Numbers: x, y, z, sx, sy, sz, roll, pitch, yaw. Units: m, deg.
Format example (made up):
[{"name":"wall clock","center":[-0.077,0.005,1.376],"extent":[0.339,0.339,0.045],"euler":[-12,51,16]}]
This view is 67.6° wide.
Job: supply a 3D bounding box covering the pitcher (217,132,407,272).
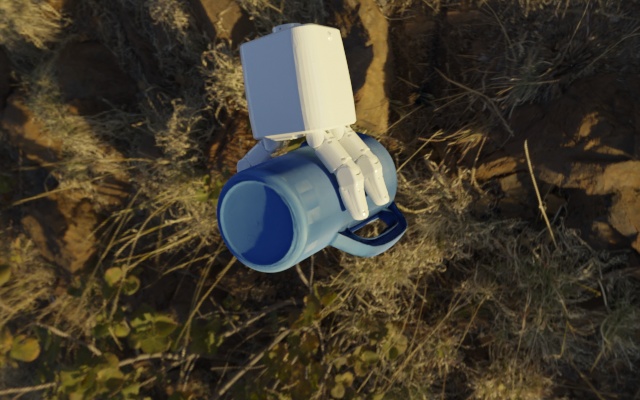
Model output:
[{"name":"pitcher","center":[0.000,0.002,0.566],"extent":[0.149,0.145,0.242],"euler":[-4,11,29]}]
